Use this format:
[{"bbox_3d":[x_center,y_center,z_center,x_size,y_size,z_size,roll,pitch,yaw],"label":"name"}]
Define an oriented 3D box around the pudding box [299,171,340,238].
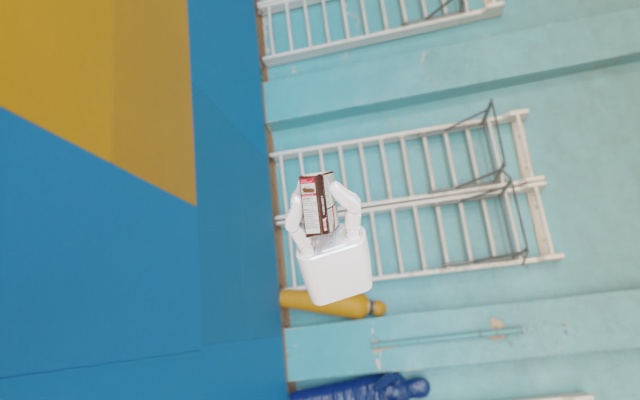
[{"bbox_3d":[0.000,0.002,0.722,0.039,0.090,0.113,-7,4,9],"label":"pudding box"}]
